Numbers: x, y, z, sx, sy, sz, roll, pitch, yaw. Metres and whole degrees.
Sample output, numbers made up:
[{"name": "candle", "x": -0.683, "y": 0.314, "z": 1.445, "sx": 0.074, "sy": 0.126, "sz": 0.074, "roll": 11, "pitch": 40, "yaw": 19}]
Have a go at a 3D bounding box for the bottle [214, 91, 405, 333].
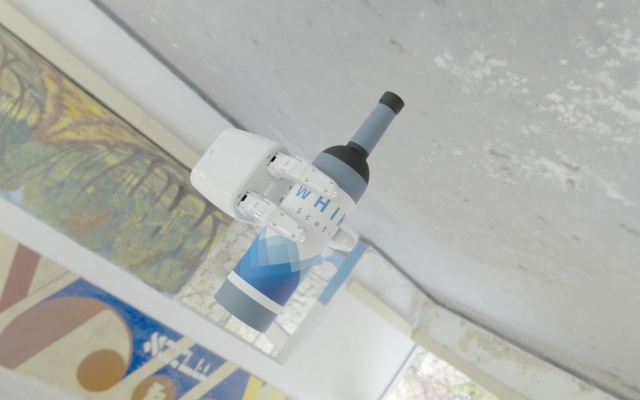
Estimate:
[{"name": "bottle", "x": 0.000, "y": 0.002, "z": 0.522, "sx": 0.069, "sy": 0.295, "sz": 0.069, "roll": 35, "pitch": -9, "yaw": 6}]
